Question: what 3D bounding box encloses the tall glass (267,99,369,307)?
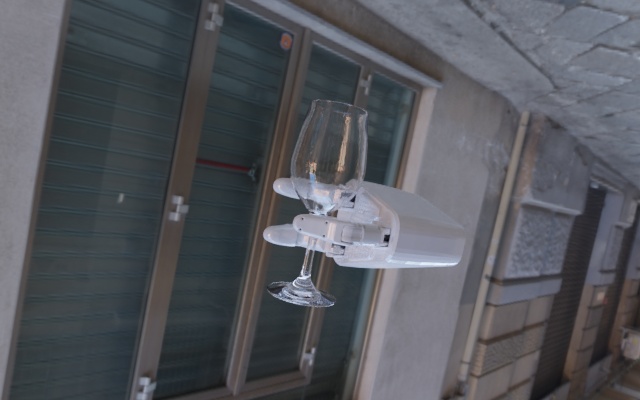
[{"bbox_3d":[0.000,0.002,0.495,0.079,0.201,0.079,11,4,-1],"label":"tall glass"}]
